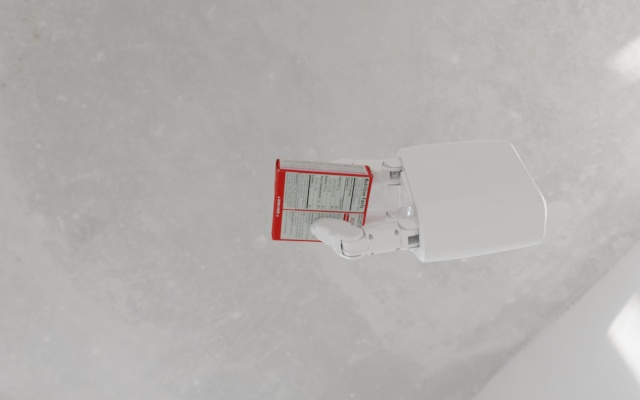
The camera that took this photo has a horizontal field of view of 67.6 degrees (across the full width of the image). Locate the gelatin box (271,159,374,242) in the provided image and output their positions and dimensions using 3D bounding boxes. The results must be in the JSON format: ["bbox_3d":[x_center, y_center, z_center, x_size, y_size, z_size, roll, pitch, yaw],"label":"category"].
[{"bbox_3d":[0.000,0.002,0.448,0.089,0.073,0.030,3,26,-8],"label":"gelatin box"}]
